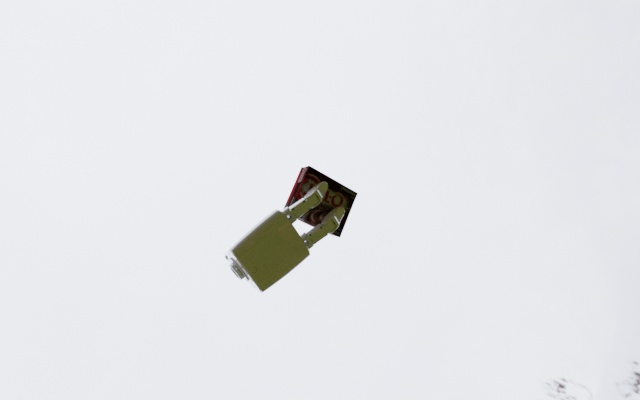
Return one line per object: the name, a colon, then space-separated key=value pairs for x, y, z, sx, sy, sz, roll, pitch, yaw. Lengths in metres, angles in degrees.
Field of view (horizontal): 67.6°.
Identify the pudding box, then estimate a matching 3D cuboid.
pudding box: x=0.000 y=0.003 z=0.852 sx=0.113 sy=0.090 sz=0.039 roll=28 pitch=-12 yaw=-26
